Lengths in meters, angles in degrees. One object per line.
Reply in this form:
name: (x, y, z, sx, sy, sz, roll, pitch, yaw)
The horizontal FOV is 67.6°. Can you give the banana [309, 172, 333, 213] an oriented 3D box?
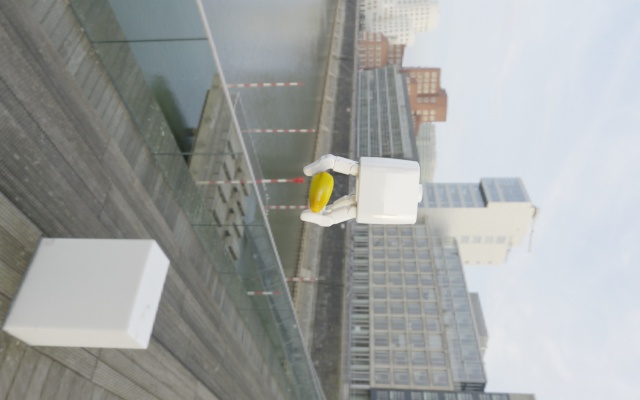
banana: (0.002, -0.016, 0.832, 0.037, 0.069, 0.198, 7, 1, 1)
